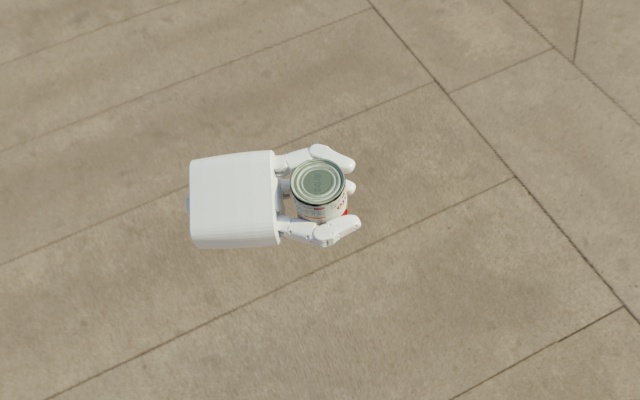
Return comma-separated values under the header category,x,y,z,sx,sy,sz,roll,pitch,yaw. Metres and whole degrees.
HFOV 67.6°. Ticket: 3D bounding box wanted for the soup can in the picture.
category,x,y,z,sx,sy,sz,roll,pitch,yaw
soup can,0.001,0.002,0.599,0.068,0.068,0.102,0,-30,5
